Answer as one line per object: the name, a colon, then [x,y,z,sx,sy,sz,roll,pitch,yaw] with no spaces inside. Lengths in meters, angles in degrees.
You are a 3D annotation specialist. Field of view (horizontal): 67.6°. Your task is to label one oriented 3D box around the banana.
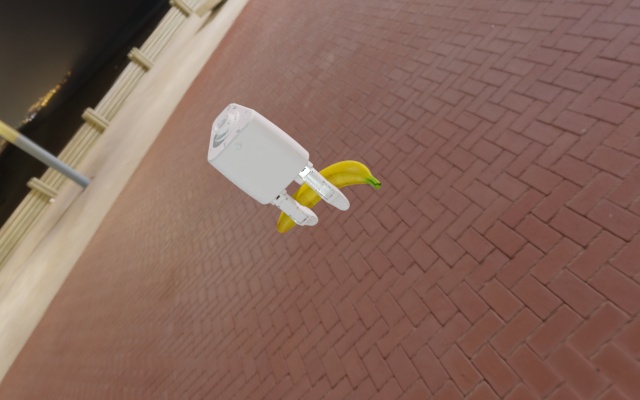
banana: [0.002,-0.014,0.754,0.198,0.069,0.037,-28,-45,30]
